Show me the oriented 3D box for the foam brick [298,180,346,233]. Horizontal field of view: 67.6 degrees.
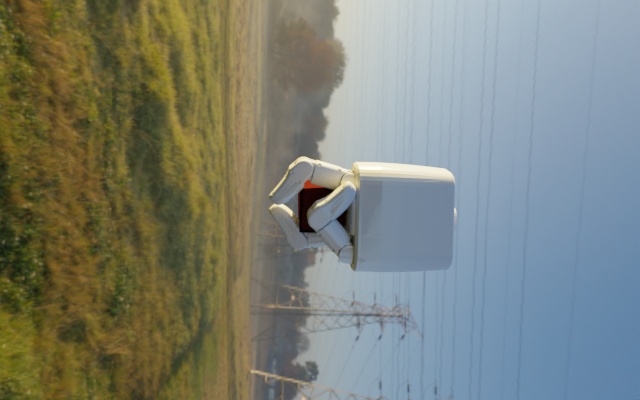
[{"bbox_3d":[0.000,0.002,0.556,0.051,0.053,0.078,0,16,-4],"label":"foam brick"}]
